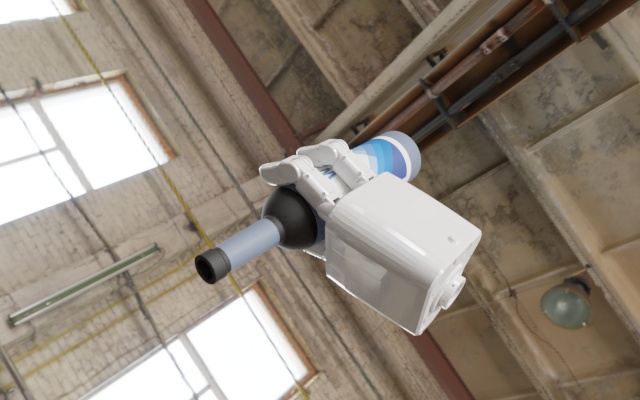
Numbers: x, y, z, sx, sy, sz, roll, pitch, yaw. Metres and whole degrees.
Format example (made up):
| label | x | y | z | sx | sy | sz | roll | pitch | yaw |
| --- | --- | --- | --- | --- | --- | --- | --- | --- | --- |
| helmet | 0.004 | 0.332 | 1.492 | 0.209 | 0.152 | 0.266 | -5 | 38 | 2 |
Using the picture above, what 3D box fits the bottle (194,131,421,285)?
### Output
| label | x | y | z | sx | sy | sz | roll | pitch | yaw |
| --- | --- | --- | --- | --- | --- | --- | --- | --- | --- |
| bottle | 0.000 | 0.001 | 0.484 | 0.069 | 0.069 | 0.295 | 0 | 22 | 43 |
